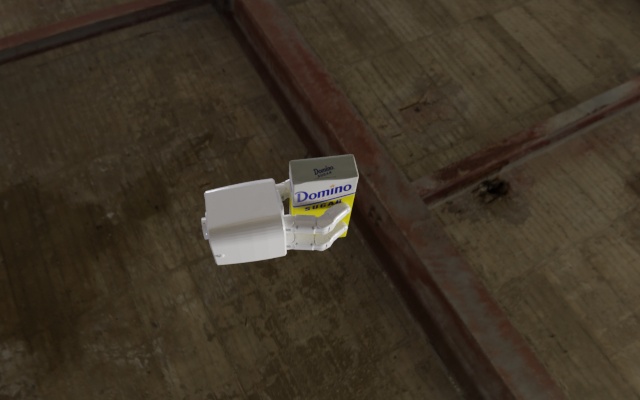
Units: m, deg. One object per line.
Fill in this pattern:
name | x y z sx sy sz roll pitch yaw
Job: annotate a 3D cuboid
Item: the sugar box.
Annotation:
sugar box | 0.000 0.003 0.723 0.093 0.048 0.176 -7 -29 -7
